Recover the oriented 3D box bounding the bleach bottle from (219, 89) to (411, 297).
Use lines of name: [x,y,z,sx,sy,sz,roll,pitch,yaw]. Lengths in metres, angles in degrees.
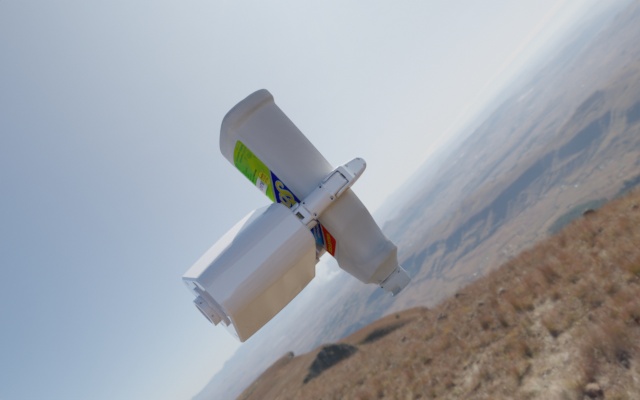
bleach bottle: [0.000,0.002,0.512,0.068,0.251,0.103,-43,-6,-24]
